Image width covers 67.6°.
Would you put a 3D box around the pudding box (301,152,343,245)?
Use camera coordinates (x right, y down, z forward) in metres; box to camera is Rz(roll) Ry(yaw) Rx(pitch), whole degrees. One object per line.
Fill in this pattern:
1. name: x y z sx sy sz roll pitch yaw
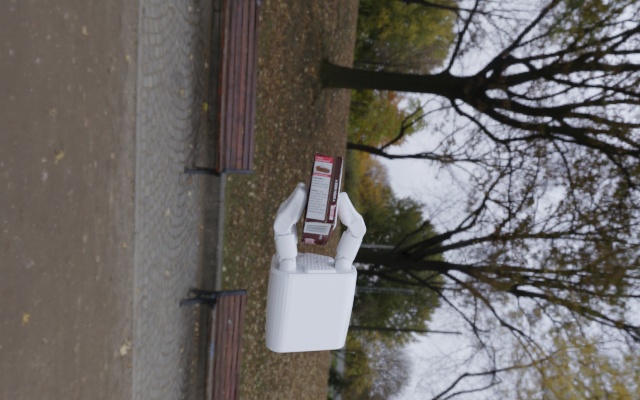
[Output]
1. pudding box: 0.000 0.002 0.611 0.039 0.090 0.113 9 -18 -4
